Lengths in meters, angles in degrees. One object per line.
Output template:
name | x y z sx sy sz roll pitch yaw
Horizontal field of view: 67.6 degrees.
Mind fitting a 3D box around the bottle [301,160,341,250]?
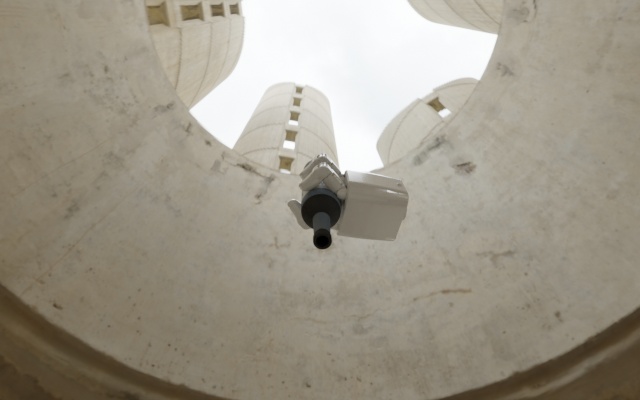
bottle | 0.000 0.003 0.821 0.069 0.069 0.295 0 22 -1
